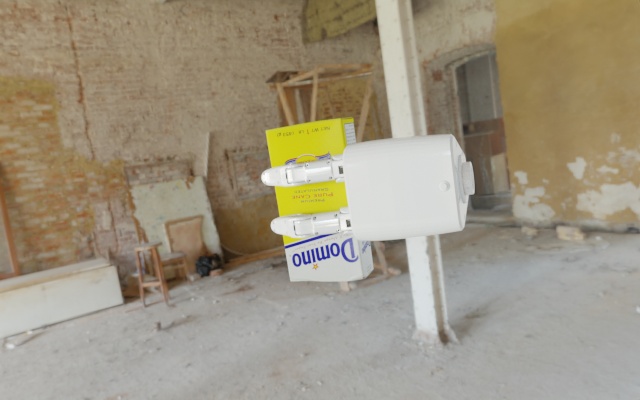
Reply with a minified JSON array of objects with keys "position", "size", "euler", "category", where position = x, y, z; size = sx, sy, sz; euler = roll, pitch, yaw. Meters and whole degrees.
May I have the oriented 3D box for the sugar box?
[{"position":[0.000,0.002,0.534],"size":[0.093,0.176,0.048],"euler":[-6,7,24],"category":"sugar box"}]
